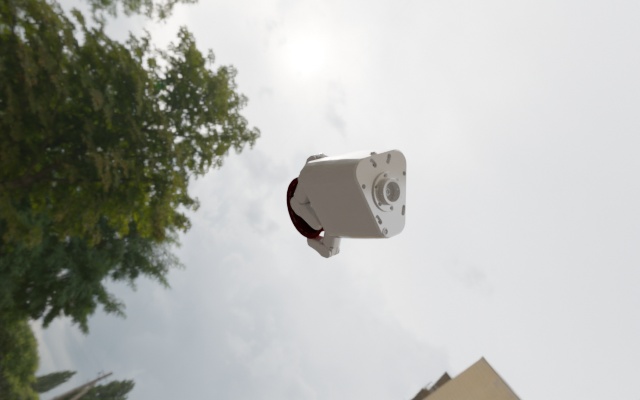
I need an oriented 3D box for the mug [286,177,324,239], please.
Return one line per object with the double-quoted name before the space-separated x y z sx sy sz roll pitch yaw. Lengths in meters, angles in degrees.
"mug" -0.001 0.002 0.729 0.081 0.093 0.117 -15 11 -36
